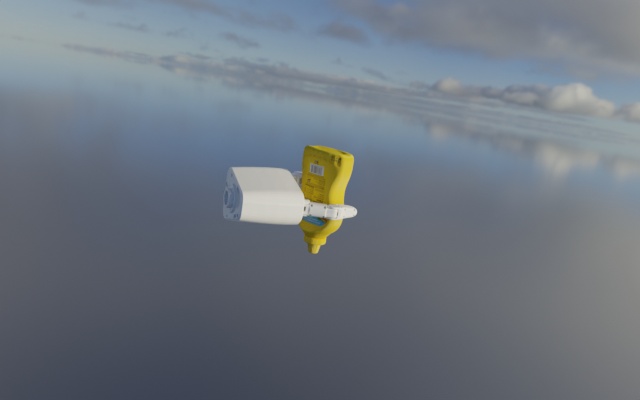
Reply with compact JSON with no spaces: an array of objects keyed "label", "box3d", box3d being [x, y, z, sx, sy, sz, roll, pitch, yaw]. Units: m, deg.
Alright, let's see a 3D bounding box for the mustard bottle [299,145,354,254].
[{"label":"mustard bottle","box3d":[0.000,0.003,0.854,0.096,0.192,0.058,20,17,37]}]
